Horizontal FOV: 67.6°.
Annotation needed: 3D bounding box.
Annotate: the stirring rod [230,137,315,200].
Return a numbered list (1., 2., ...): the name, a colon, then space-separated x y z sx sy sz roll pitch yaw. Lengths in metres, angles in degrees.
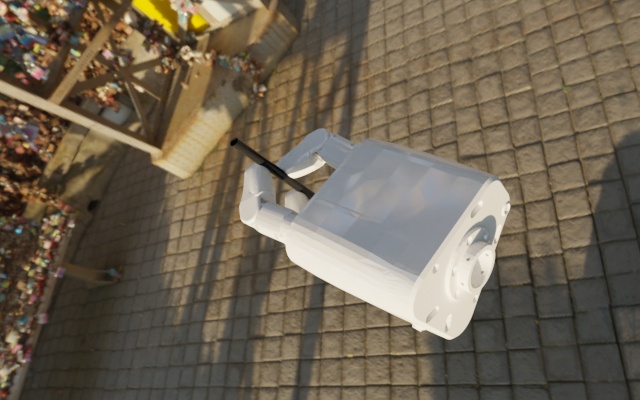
1. stirring rod: 0.000 0.002 0.457 0.011 0.011 0.240 0 -23 37
